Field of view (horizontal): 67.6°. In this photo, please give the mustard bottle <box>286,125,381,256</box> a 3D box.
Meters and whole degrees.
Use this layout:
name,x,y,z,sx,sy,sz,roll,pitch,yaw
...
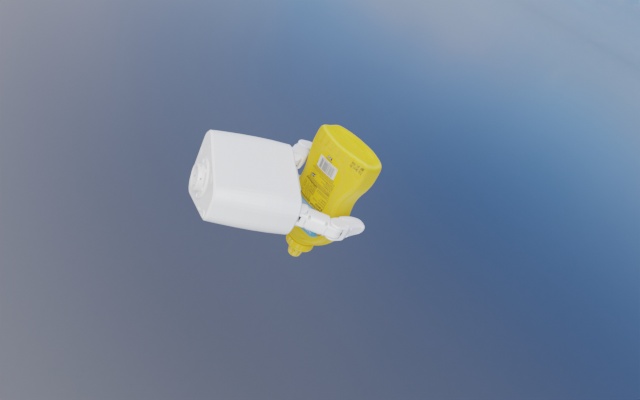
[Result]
name,x,y,z,sx,sy,sz,roll,pitch,yaw
mustard bottle,0.000,0.002,0.637,0.058,0.192,0.096,-10,47,-47
